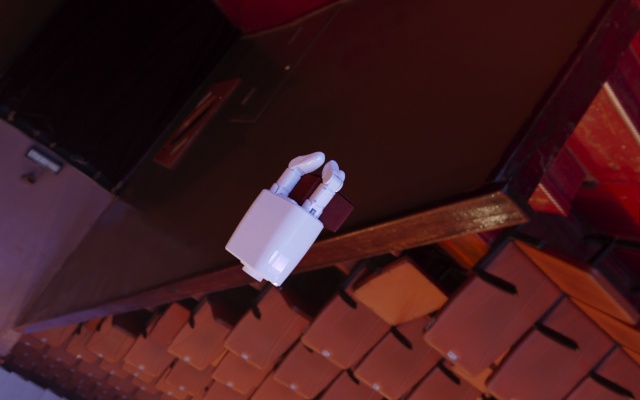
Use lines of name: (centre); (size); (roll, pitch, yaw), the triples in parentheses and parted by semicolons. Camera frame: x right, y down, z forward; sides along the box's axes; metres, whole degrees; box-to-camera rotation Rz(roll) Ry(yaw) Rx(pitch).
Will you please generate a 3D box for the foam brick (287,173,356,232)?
foam brick: (0.000, 0.002, 0.705); (0.078, 0.051, 0.053); (39, -9, -25)
